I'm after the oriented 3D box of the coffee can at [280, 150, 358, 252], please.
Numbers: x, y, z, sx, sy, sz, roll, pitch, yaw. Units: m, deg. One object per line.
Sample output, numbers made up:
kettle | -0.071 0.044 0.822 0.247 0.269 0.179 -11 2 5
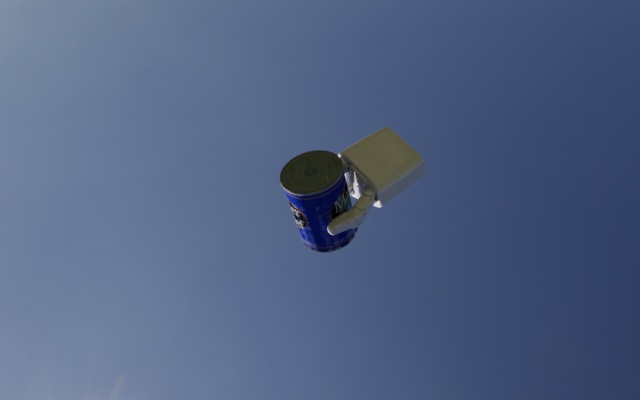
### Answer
coffee can | 0.000 0.003 0.794 0.103 0.140 0.102 -9 42 8
